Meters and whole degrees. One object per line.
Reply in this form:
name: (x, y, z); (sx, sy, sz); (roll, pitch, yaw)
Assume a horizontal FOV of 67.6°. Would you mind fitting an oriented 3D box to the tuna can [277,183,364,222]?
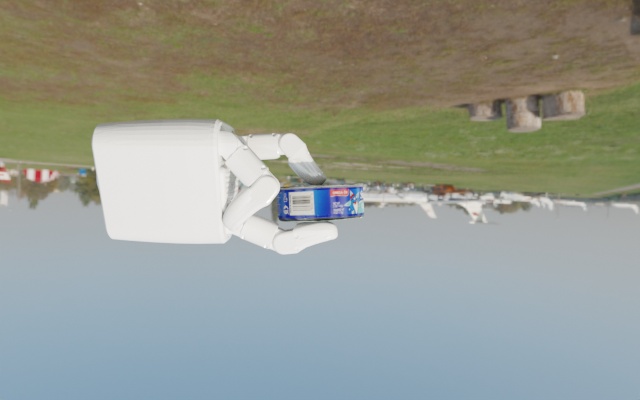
tuna can: (0.000, 0.002, 0.468); (0.086, 0.034, 0.086); (-3, 1, 0)
